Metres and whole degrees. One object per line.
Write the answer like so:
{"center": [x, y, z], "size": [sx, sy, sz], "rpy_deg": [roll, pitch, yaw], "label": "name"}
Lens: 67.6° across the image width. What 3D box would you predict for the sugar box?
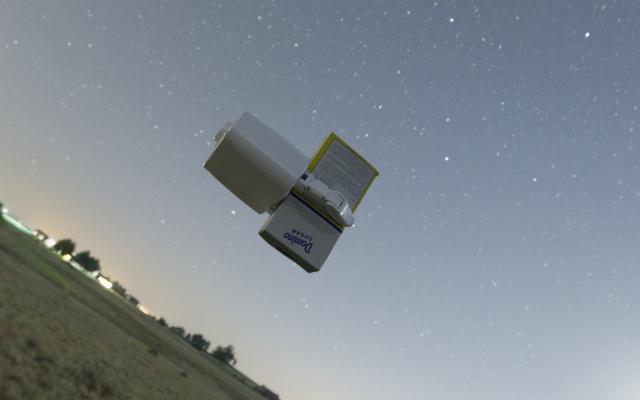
{"center": [0.000, 0.002, 0.659], "size": [0.093, 0.176, 0.048], "rpy_deg": [39, -22, -11], "label": "sugar box"}
